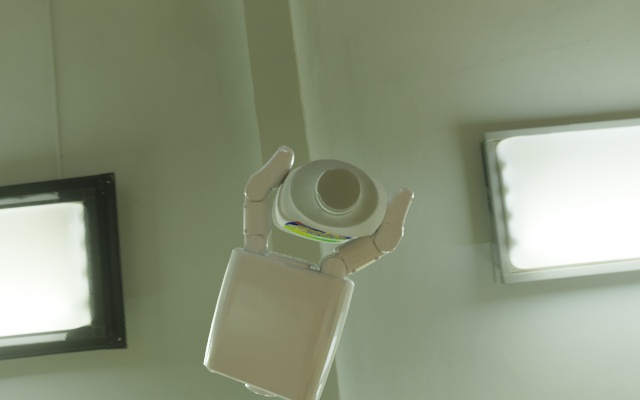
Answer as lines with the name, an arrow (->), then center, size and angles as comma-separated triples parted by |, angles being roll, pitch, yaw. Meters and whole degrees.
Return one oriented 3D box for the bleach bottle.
bleach bottle -> 0.000, 0.001, 0.437 | 0.102, 0.068, 0.251 | 16, -6, 0
